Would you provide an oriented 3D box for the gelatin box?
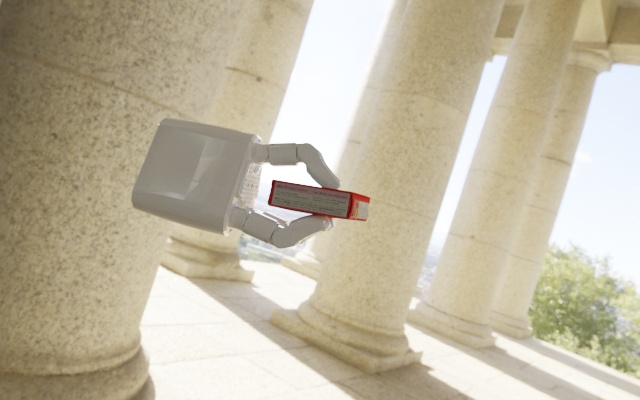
[{"bbox_3d":[0.000,0.001,0.499,0.089,0.030,0.073,9,-1,19],"label":"gelatin box"}]
